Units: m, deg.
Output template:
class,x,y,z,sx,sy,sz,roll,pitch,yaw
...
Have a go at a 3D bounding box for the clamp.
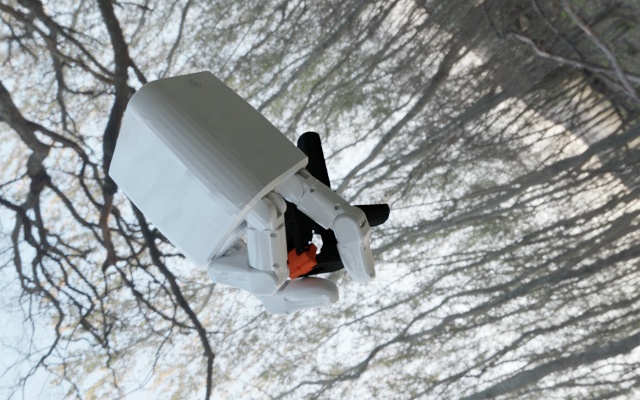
class,x,y,z,sx,sy,sz,roll,pitch,yaw
clamp,0.000,0.002,0.419,0.039,0.120,0.171,-47,-1,28
